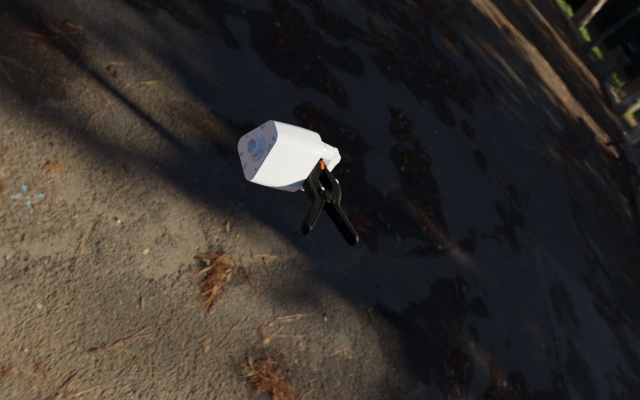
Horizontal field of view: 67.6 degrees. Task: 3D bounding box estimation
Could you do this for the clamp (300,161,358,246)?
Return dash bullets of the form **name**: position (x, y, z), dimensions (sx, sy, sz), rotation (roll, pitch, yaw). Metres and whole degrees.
- **clamp**: position (0.001, 0.002, 0.863), dimensions (0.120, 0.171, 0.039), rotation (11, -40, -44)
